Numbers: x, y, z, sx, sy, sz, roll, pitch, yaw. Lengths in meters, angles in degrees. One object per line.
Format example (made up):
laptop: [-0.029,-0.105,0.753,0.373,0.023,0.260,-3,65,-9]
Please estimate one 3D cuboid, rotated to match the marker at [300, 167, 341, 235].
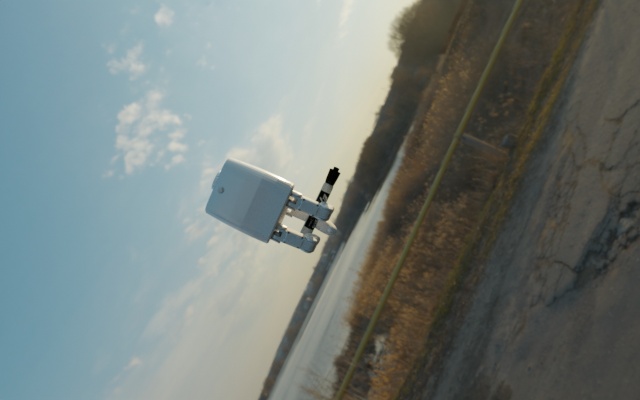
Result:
marker: [0.000,0.002,0.756,0.020,0.121,0.020,25,9,-4]
